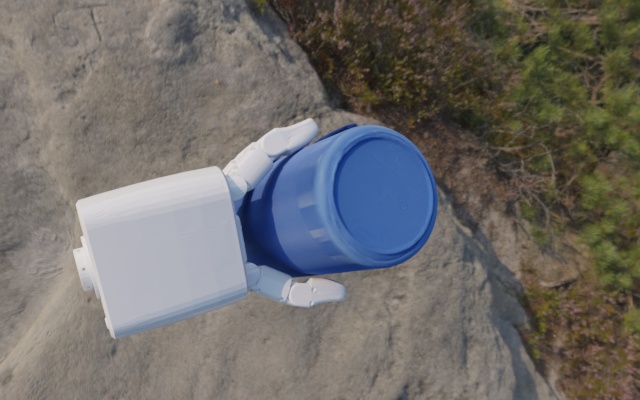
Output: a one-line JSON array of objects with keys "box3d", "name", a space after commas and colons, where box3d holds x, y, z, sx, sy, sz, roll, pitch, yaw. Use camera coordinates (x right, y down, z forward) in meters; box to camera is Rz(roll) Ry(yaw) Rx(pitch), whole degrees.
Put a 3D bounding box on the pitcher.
[{"box3d": [0.000, 0.002, 0.457, 0.145, 0.149, 0.243, -13, -2, -26], "name": "pitcher"}]
